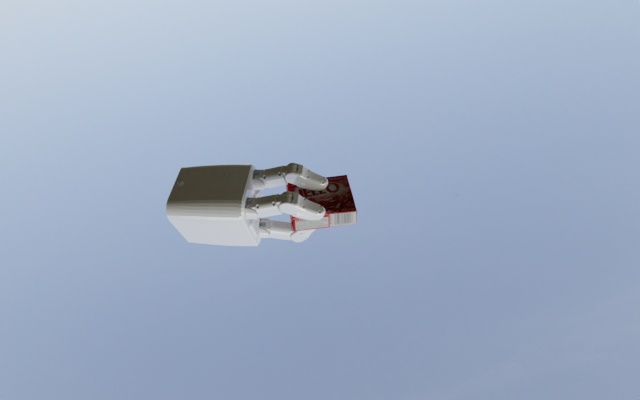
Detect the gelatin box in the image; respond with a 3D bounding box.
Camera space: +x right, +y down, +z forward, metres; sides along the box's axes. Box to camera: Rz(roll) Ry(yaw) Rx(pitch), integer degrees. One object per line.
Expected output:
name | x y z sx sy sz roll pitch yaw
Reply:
gelatin box | 0.000 0.002 0.657 0.089 0.030 0.073 -6 45 -6
